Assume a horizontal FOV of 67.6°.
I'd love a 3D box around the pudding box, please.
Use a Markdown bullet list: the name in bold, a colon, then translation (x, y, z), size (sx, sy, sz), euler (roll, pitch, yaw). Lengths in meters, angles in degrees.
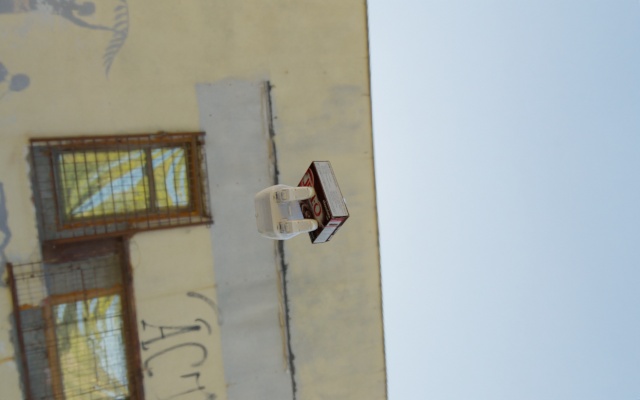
- **pudding box**: translation (0.000, 0.003, 0.804), size (0.039, 0.113, 0.090), euler (-7, -29, -28)
